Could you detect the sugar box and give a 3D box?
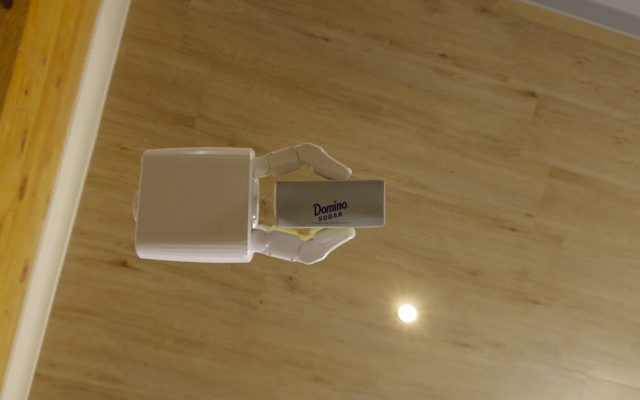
[{"bbox_3d":[0.000,0.002,0.477,0.093,0.048,0.176,-1,3,-5],"label":"sugar box"}]
